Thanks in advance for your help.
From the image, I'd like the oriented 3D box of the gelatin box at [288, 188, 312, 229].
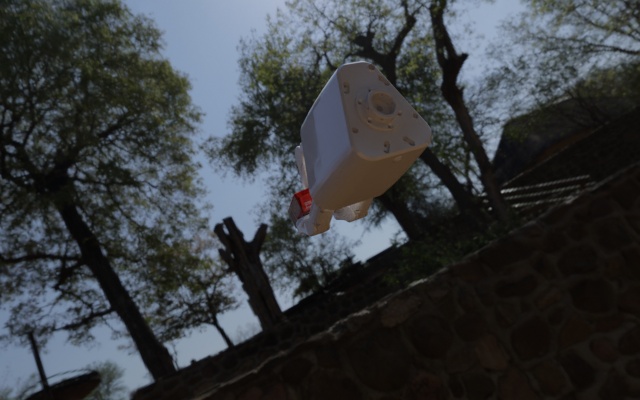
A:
[{"bbox_3d":[0.000,0.002,0.613,0.073,0.030,0.089,-23,-11,-15],"label":"gelatin box"}]
